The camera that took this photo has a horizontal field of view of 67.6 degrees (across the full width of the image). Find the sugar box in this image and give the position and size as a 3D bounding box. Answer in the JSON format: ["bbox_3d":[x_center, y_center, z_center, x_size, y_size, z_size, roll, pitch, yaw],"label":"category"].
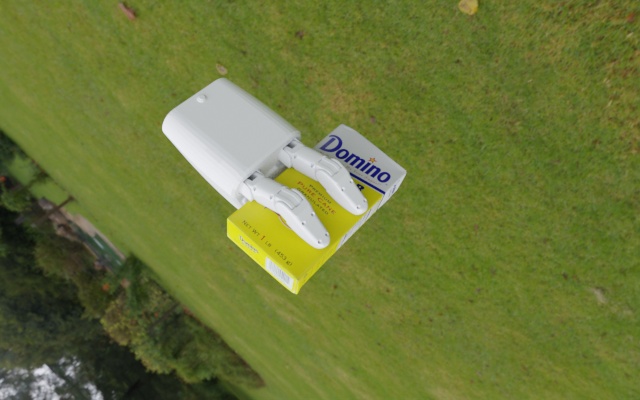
[{"bbox_3d":[0.000,0.001,0.490,0.093,0.176,0.048,39,-27,13],"label":"sugar box"}]
